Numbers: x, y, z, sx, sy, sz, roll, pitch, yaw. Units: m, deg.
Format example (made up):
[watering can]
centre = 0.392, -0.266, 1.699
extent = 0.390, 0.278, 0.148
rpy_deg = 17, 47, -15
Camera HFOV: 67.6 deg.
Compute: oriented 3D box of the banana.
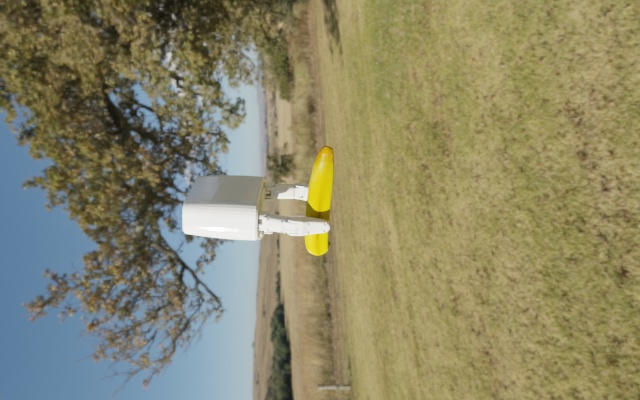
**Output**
[banana]
centre = -0.002, 0.017, 0.707
extent = 0.037, 0.198, 0.069
rpy_deg = 6, 39, 4
